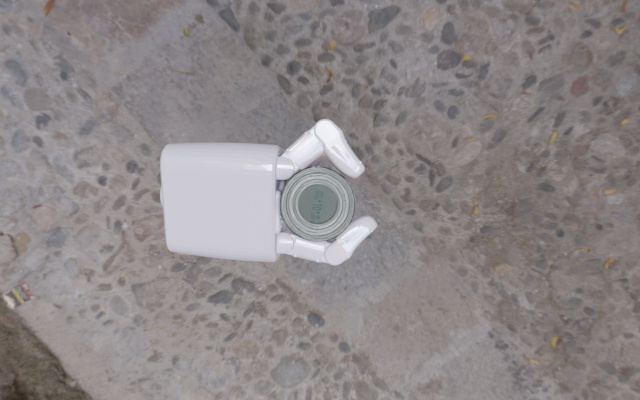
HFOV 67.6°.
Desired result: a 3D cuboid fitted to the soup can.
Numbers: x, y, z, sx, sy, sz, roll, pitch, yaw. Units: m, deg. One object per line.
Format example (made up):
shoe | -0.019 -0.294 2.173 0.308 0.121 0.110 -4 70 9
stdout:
soup can | 0.001 0.002 0.462 0.068 0.068 0.102 0 2 3
